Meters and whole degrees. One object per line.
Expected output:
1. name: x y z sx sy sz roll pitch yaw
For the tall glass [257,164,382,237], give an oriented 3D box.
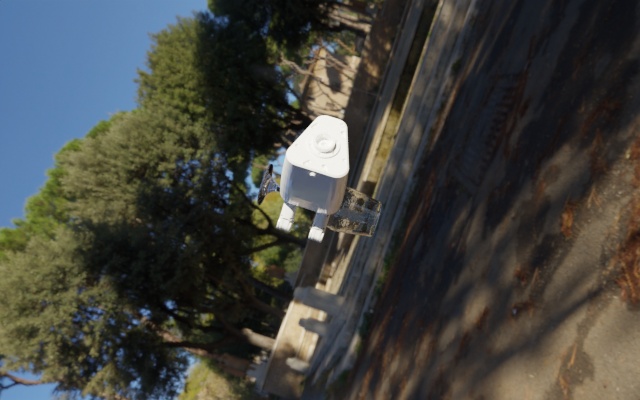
1. tall glass: -0.001 0.002 0.808 0.201 0.079 0.079 18 1 3
